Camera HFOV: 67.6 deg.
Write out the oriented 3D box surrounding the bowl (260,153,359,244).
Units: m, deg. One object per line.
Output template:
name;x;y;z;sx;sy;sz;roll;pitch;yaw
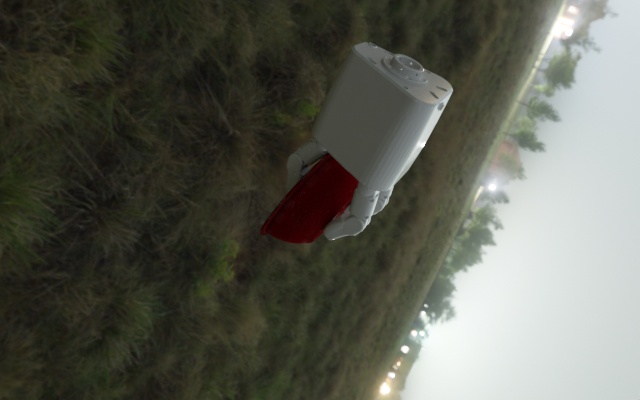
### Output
bowl;0.000;0.003;0.596;0.055;0.162;0.162;44;4;4
